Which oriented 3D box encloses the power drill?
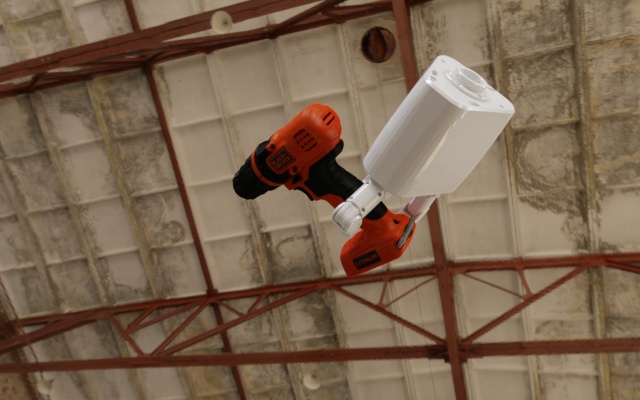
[{"bbox_3d":[0.001,0.002,0.540,0.184,0.188,0.057,-31,18,48],"label":"power drill"}]
